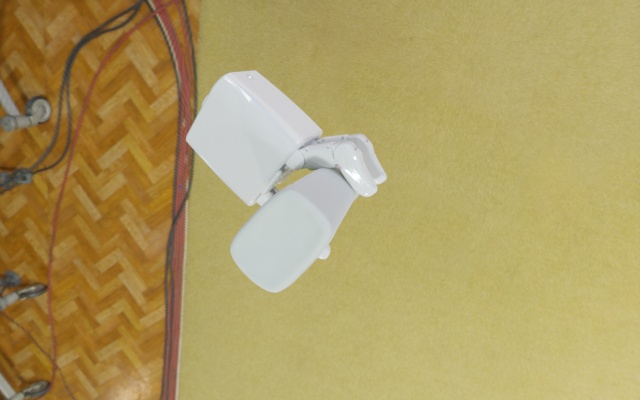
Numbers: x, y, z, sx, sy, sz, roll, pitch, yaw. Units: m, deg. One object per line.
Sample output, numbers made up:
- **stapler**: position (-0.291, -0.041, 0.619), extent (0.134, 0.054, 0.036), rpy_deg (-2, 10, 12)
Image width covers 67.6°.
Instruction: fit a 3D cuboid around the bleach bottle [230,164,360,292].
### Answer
- **bleach bottle**: position (0.000, 0.002, 0.526), extent (0.102, 0.068, 0.250), rpy_deg (-46, -1, 23)
